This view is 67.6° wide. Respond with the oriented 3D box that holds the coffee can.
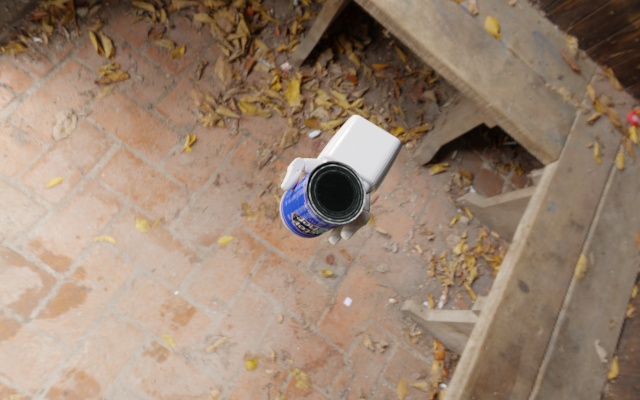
[{"bbox_3d":[0.000,0.003,0.802,0.103,0.102,0.140,0,-13,-22],"label":"coffee can"}]
